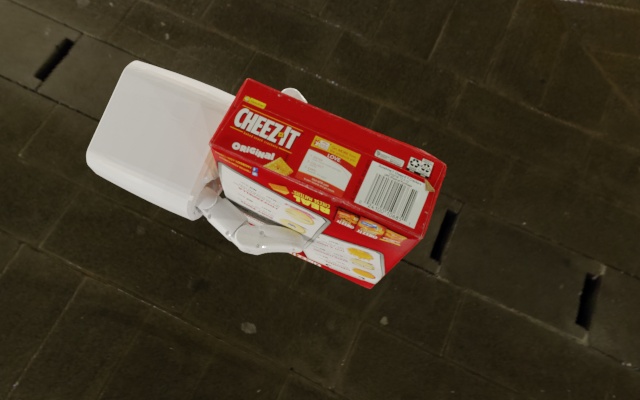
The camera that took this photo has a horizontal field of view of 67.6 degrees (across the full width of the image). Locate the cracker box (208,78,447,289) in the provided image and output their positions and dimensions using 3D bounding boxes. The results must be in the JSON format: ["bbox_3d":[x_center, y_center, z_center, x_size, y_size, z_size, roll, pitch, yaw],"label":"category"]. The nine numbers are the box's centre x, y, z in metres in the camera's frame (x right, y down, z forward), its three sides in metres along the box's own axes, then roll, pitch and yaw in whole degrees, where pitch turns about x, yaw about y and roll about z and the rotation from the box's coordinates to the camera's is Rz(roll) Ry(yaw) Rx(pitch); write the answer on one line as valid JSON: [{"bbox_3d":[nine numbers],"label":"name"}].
[{"bbox_3d":[0.000,0.002,0.434,0.164,0.072,0.214,23,-19,4],"label":"cracker box"}]
